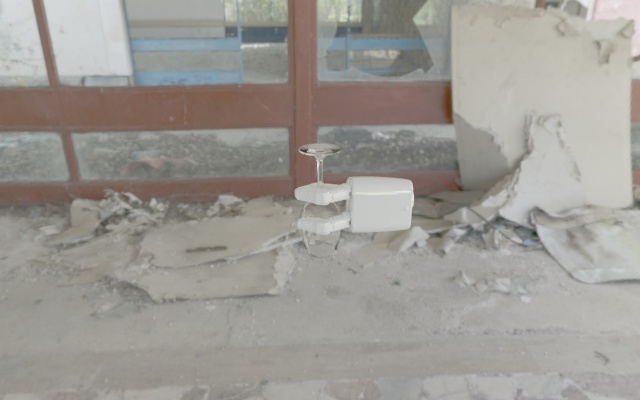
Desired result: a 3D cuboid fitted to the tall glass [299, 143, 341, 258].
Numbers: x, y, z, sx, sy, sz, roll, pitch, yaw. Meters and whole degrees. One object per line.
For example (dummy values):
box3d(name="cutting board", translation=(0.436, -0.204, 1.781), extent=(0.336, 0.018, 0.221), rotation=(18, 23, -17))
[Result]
box3d(name="tall glass", translation=(0.000, 0.002, 0.867), extent=(0.079, 0.201, 0.079), rotation=(0, 22, 0))
